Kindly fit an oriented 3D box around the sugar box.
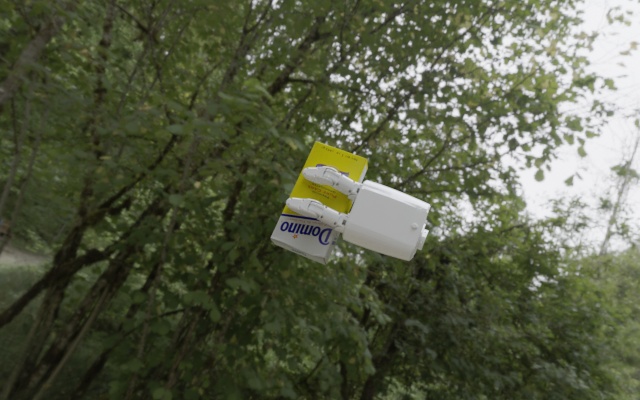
[{"bbox_3d":[0.000,0.002,0.756,0.093,0.176,0.048,20,-17,13],"label":"sugar box"}]
